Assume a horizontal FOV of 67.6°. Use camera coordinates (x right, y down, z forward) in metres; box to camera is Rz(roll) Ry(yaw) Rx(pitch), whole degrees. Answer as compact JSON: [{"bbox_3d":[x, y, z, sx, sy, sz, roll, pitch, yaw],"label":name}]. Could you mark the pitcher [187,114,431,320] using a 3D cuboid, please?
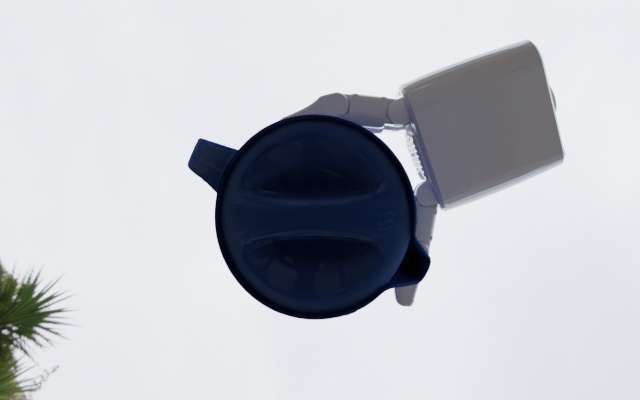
[{"bbox_3d":[0.000,0.001,0.421,0.145,0.149,0.243,-20,0,7],"label":"pitcher"}]
